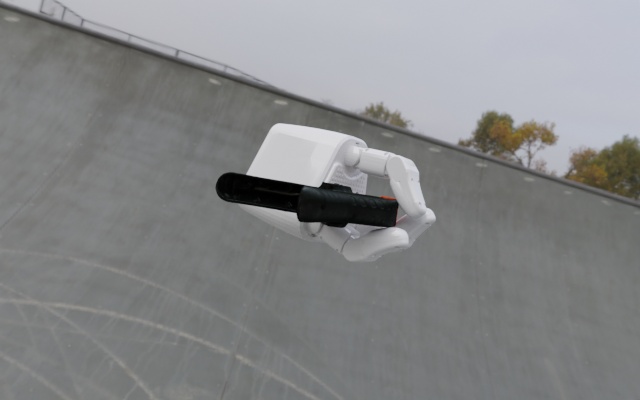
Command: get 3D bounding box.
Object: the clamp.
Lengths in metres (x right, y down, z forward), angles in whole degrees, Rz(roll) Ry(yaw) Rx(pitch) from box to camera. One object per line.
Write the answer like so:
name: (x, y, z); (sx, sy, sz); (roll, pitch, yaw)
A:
clamp: (0.000, 0.001, 0.409); (0.120, 0.039, 0.171); (19, 5, 39)
